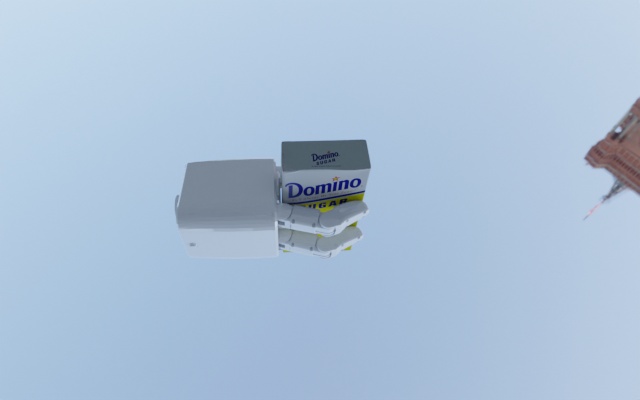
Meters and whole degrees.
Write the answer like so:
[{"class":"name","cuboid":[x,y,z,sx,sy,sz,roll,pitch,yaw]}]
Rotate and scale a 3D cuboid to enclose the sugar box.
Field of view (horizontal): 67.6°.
[{"class":"sugar box","cuboid":[0.000,0.002,0.560,0.093,0.048,0.176,-2,-32,-5]}]
